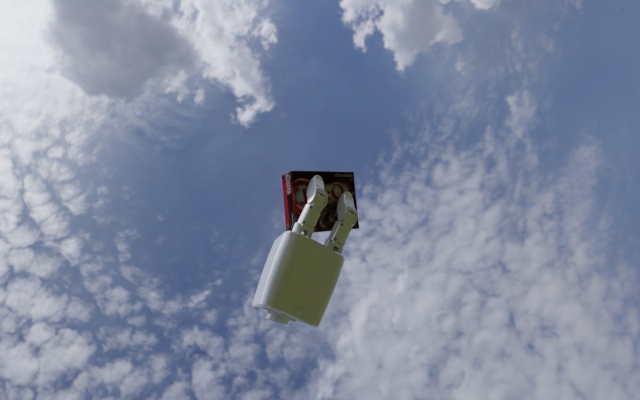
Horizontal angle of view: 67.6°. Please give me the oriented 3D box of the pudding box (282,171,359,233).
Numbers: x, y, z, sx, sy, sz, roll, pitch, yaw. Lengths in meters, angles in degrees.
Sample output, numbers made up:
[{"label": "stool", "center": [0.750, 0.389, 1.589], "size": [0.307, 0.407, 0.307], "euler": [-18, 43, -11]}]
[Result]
[{"label": "pudding box", "center": [0.000, 0.002, 0.720], "size": [0.113, 0.090, 0.039], "euler": [-1, -7, -33]}]
